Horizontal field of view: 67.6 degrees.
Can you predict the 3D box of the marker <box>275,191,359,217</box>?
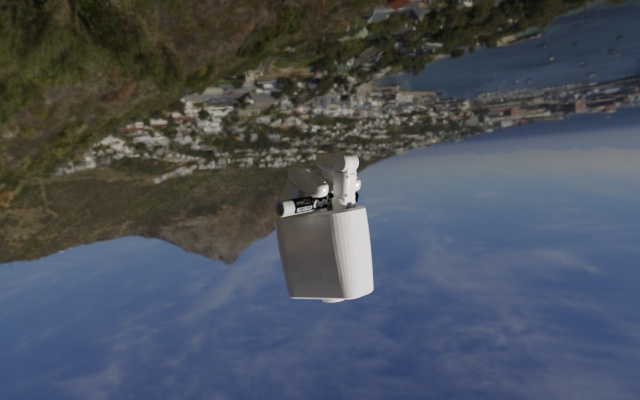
[{"bbox_3d":[0.000,0.002,0.570,0.121,0.020,0.020,-10,6,-40],"label":"marker"}]
